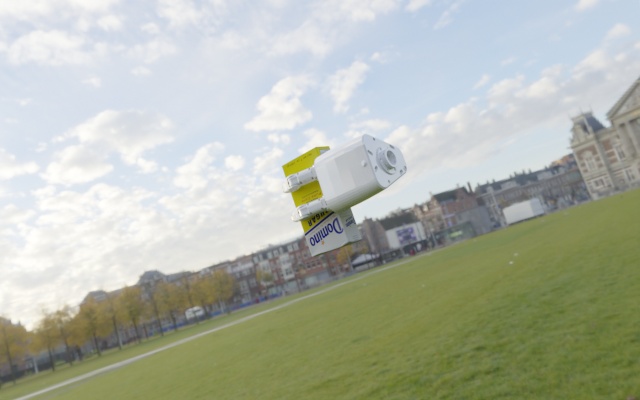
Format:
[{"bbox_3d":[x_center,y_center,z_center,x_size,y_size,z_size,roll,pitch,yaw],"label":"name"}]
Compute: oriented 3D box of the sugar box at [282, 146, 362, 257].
[{"bbox_3d":[0.000,0.003,0.843,0.093,0.176,0.048,-25,-12,39],"label":"sugar box"}]
